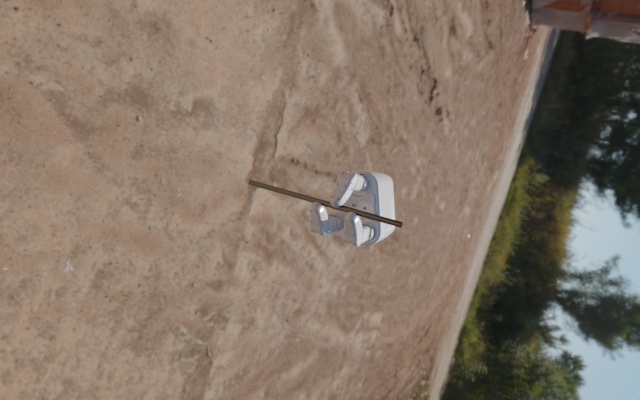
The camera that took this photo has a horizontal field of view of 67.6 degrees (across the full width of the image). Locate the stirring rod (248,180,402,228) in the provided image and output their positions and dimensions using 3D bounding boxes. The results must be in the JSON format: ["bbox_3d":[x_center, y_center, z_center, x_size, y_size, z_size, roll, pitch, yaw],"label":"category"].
[{"bbox_3d":[0.000,0.002,0.677,0.239,0.011,0.011,16,6,23],"label":"stirring rod"}]
